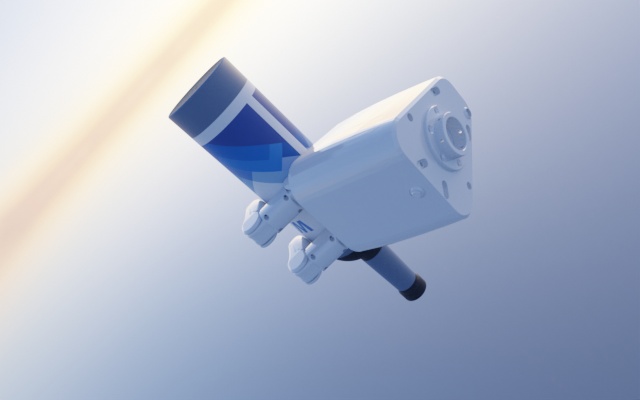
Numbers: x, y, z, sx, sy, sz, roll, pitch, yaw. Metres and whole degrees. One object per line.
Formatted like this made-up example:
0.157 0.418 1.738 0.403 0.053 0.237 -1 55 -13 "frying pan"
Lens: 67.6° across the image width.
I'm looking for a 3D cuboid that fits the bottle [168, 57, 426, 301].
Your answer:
0.000 0.001 0.437 0.296 0.069 0.069 43 -20 -24 "bottle"
